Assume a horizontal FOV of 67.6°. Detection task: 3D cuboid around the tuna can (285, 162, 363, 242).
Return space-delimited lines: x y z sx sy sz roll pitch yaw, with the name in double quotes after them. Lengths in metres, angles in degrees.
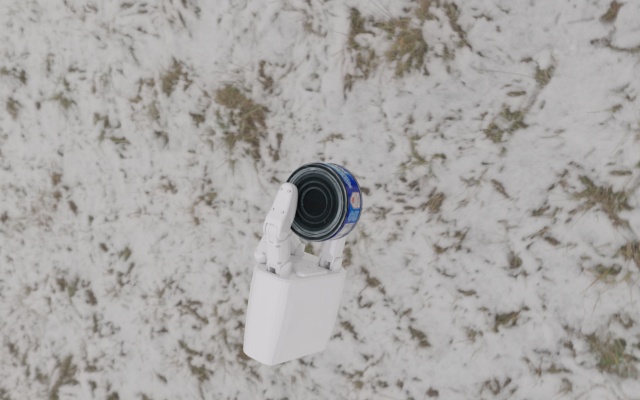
0.000 0.002 0.513 0.086 0.086 0.034 0 1 32 "tuna can"
